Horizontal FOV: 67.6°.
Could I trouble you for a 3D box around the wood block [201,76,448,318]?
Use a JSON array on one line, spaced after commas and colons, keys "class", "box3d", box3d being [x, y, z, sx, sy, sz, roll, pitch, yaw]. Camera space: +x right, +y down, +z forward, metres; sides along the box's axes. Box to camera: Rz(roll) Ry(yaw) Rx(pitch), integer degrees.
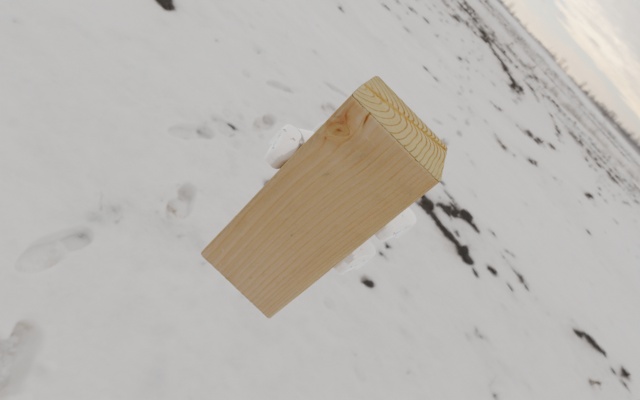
[{"class": "wood block", "box3d": [0.000, 0.001, 0.422, 0.206, 0.091, 0.090, -43, 4, 29]}]
